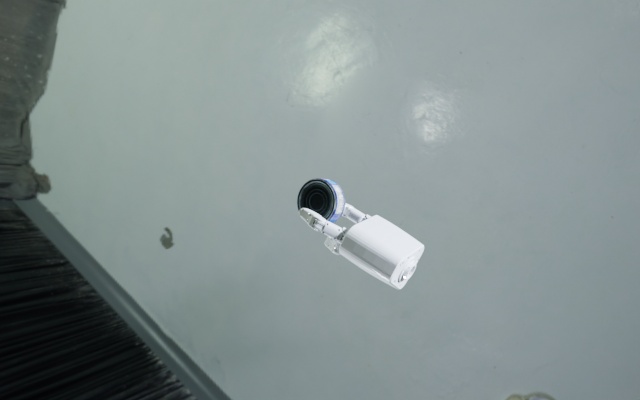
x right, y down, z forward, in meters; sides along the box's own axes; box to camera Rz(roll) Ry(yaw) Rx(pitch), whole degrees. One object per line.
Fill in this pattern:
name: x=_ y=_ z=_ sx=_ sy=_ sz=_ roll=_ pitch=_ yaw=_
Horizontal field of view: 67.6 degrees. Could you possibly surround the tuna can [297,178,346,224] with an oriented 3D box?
tuna can: x=0.000 y=0.003 z=0.863 sx=0.086 sy=0.086 sz=0.034 roll=0 pitch=-2 yaw=33
